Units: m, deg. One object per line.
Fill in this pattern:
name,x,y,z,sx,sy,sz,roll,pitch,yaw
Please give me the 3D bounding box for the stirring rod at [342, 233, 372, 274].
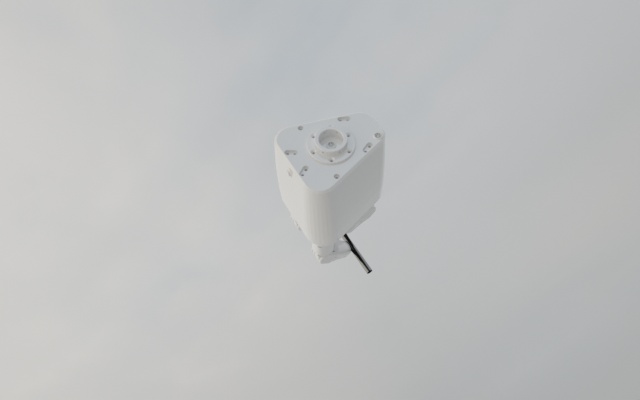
stirring rod,0.000,0.002,0.649,0.011,0.239,0.011,-26,-29,-16
